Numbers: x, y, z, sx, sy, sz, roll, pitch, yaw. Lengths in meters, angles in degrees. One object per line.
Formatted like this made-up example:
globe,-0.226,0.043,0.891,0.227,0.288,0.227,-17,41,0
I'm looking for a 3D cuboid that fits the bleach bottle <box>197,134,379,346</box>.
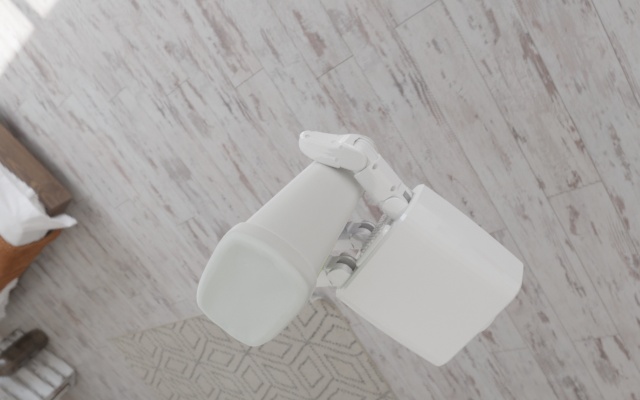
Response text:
bleach bottle,0.000,0.001,0.405,0.068,0.103,0.250,37,40,1
